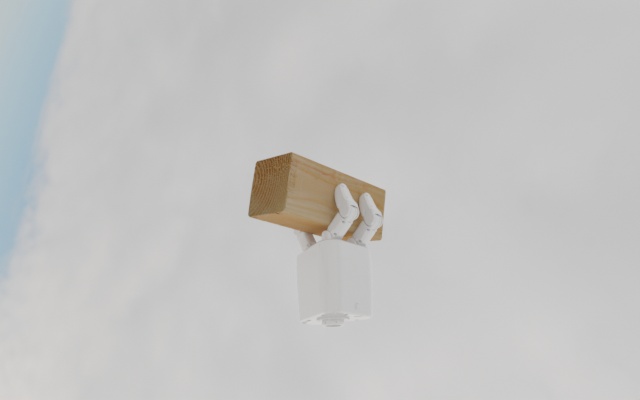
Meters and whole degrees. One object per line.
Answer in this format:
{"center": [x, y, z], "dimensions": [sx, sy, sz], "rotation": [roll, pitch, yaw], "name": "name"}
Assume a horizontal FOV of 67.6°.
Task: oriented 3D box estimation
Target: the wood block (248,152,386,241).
{"center": [0.000, 0.003, 0.754], "dimensions": [0.206, 0.090, 0.091], "rotation": [19, -19, -40], "name": "wood block"}
